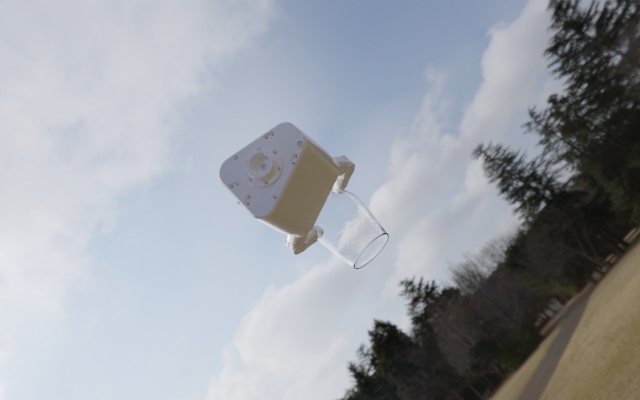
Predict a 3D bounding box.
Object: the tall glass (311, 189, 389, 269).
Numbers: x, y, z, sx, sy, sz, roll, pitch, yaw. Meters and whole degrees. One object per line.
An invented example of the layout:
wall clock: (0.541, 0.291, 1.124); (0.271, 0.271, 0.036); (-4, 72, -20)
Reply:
tall glass: (0.000, 0.002, 0.647); (0.201, 0.079, 0.079); (44, 21, 24)
